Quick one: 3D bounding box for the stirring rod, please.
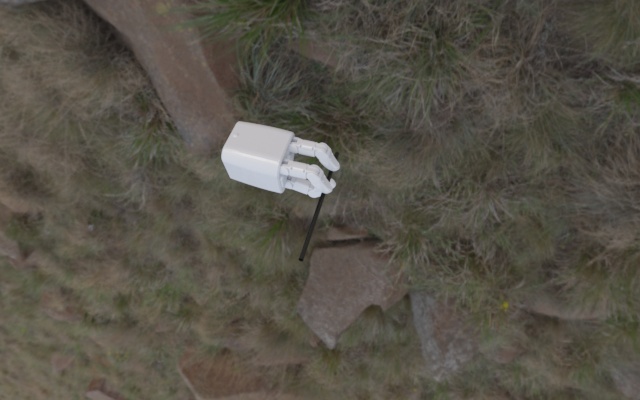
[{"bbox_3d":[0.000,0.003,0.827,0.011,0.239,0.011,12,-37,9],"label":"stirring rod"}]
